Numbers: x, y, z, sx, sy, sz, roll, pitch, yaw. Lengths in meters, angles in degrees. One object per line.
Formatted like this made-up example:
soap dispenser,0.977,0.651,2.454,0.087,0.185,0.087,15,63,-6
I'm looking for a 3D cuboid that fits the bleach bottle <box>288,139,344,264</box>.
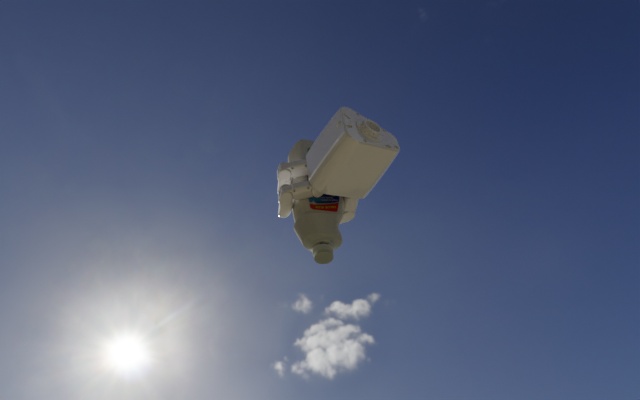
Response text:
bleach bottle,0.000,0.003,0.795,0.102,0.250,0.068,19,-52,-23
